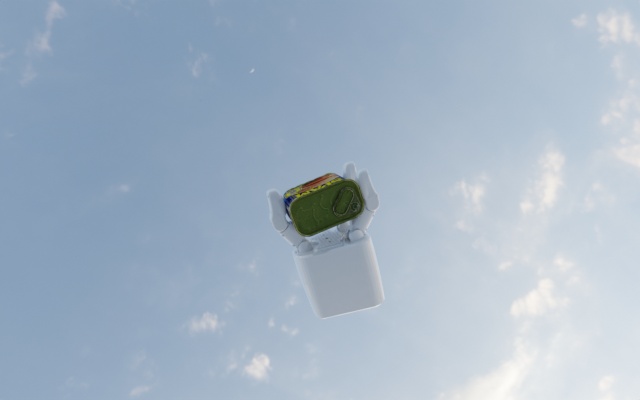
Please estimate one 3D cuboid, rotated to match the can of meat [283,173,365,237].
[{"bbox_3d":[0.000,0.002,0.676,0.102,0.057,0.084,-22,15,-9],"label":"can of meat"}]
